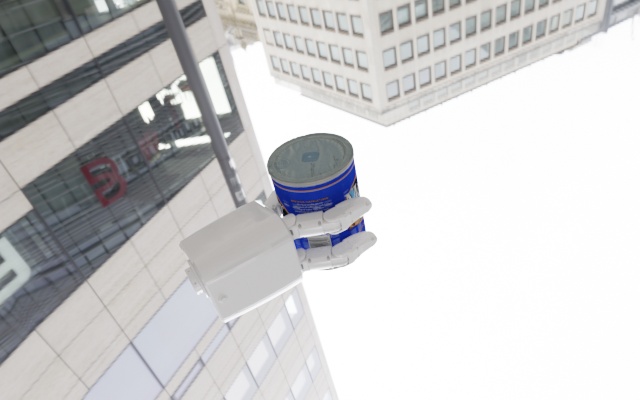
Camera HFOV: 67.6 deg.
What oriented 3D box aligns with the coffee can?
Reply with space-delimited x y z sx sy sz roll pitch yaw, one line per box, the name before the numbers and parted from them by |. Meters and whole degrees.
coffee can | 0.000 0.002 0.593 0.103 0.140 0.102 -8 38 7
